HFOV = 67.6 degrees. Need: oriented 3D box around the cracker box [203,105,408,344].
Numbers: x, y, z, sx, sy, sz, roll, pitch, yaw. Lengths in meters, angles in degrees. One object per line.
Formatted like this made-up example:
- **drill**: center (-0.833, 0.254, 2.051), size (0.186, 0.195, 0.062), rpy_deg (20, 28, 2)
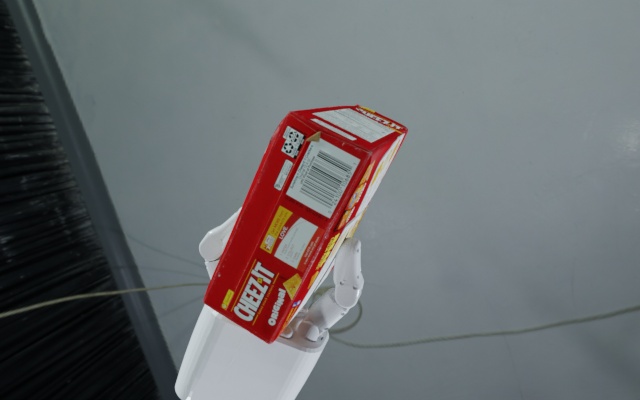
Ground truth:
- **cracker box**: center (0.000, 0.002, 0.425), size (0.072, 0.164, 0.213), rpy_deg (29, 19, 9)
